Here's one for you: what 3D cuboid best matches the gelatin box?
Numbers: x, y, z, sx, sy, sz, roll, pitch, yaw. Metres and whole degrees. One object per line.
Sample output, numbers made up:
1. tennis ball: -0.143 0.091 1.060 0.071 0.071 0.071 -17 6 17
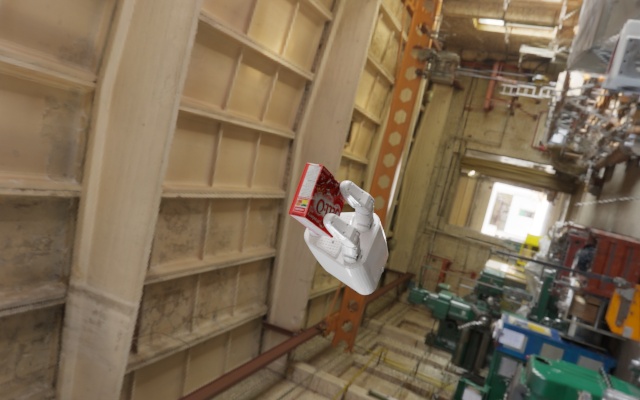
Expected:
1. gelatin box: 0.000 0.002 0.639 0.030 0.073 0.089 11 -17 31
